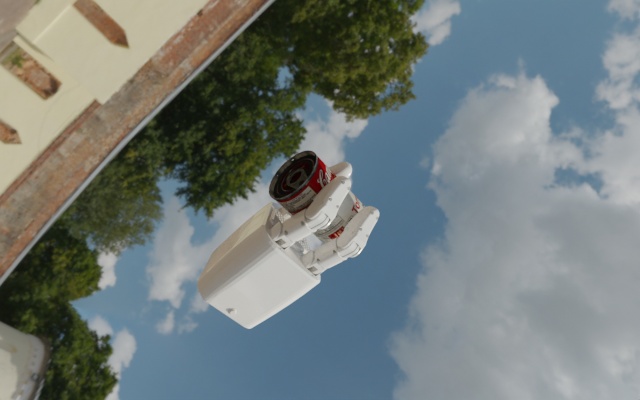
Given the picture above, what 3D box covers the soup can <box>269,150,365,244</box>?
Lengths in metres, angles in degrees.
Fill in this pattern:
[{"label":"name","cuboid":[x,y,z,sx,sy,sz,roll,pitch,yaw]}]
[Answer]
[{"label":"soup can","cuboid":[0.001,0.002,0.543,0.068,0.068,0.102,0,-37,50]}]
